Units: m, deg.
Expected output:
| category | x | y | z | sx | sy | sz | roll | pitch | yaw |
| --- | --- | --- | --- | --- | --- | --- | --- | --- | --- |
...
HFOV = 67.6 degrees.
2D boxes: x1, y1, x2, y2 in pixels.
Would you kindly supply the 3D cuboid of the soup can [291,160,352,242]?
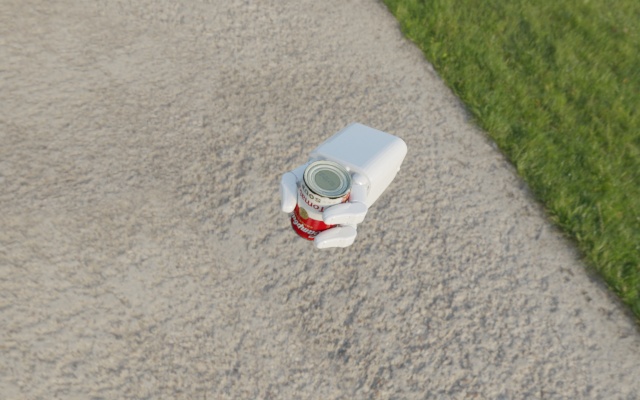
| category | x | y | z | sx | sy | sz | roll | pitch | yaw |
| --- | --- | --- | --- | --- | --- | --- | --- | --- | --- |
| soup can | 0.000 | 0.002 | 0.660 | 0.068 | 0.068 | 0.102 | 0 | -38 | -15 |
